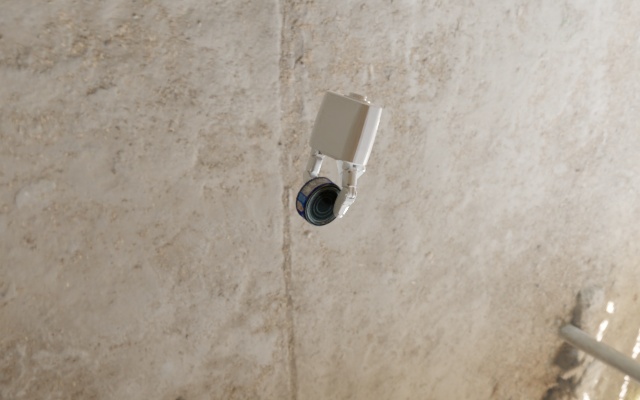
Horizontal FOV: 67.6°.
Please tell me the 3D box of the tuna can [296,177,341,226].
[{"bbox_3d":[0.000,0.003,0.857,0.086,0.086,0.033,0,25,-35],"label":"tuna can"}]
